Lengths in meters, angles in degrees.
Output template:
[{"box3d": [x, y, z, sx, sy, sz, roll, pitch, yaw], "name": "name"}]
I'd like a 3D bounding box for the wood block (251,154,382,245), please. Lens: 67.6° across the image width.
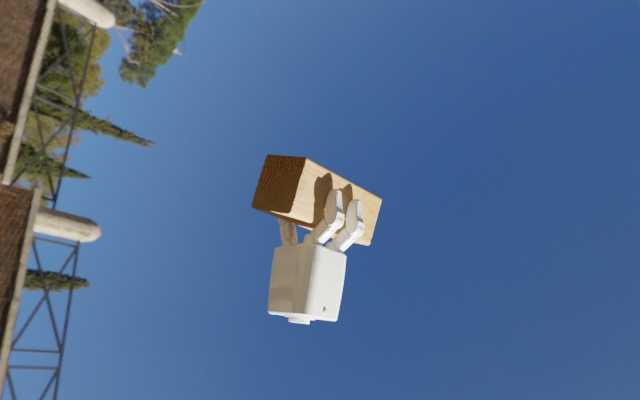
[{"box3d": [0.000, 0.003, 0.785, 0.091, 0.090, 0.206, 8, -11, 42], "name": "wood block"}]
